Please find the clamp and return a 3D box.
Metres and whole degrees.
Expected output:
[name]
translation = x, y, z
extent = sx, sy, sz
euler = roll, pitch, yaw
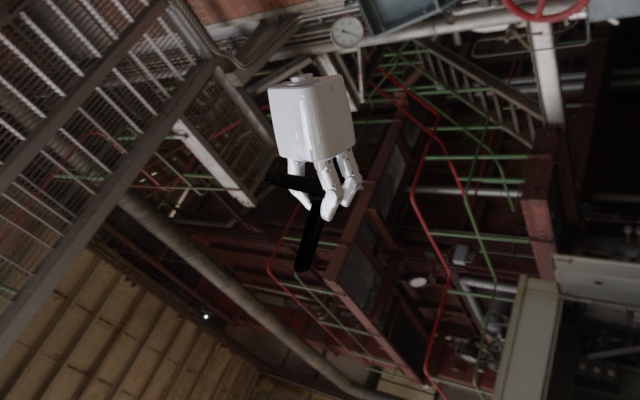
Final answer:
[clamp]
translation = 0.000, 0.002, 0.745
extent = 0.036, 0.165, 0.210
euler = 5, 26, 35
